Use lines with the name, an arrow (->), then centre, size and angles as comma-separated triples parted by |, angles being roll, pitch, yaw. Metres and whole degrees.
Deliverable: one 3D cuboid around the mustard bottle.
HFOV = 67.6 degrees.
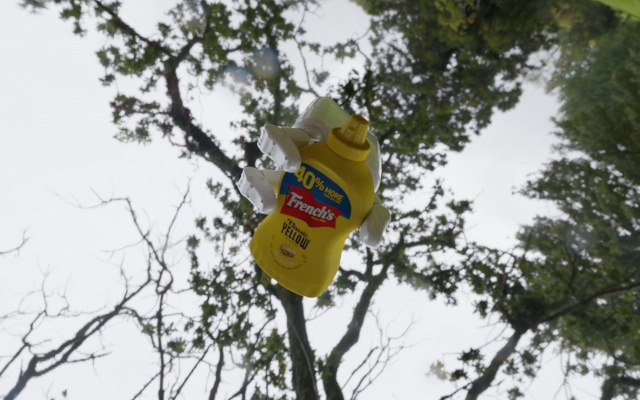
mustard bottle -> 0.000, 0.002, 0.477 | 0.096, 0.192, 0.058 | 36, 30, 17
